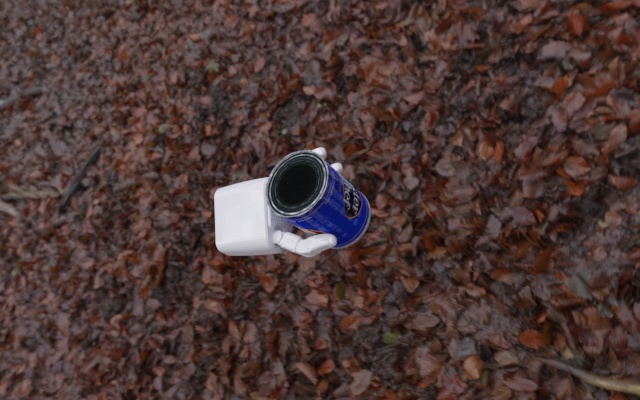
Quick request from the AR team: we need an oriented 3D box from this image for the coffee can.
[{"bbox_3d":[0.000,0.002,0.708,0.103,0.102,0.140,0,-22,32],"label":"coffee can"}]
